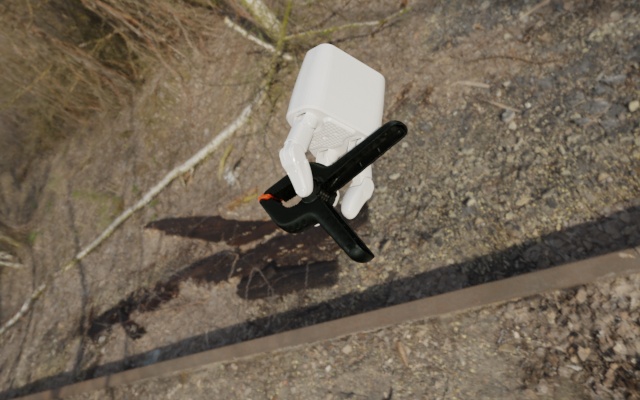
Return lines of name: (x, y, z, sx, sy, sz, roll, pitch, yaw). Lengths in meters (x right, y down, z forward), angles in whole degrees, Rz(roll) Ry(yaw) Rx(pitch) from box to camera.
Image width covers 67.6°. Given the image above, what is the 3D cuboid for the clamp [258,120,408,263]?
clamp: (-0.001, 0.001, 0.551, 0.210, 0.164, 0.036, -14, -38, 41)
